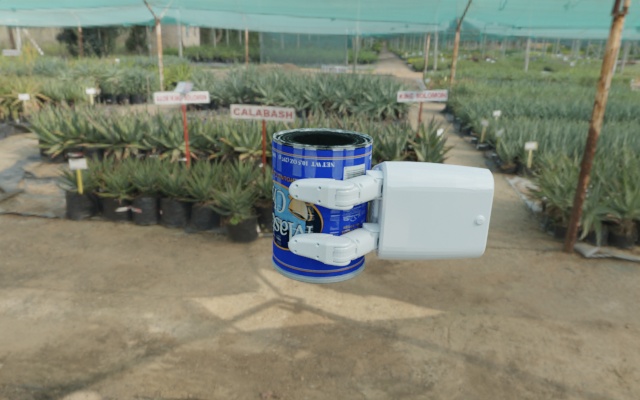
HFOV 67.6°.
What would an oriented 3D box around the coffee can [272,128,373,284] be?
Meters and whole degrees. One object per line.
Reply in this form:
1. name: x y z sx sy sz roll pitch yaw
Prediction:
1. coffee can: 0.000 0.002 0.504 0.103 0.140 0.102 2 18 -1
